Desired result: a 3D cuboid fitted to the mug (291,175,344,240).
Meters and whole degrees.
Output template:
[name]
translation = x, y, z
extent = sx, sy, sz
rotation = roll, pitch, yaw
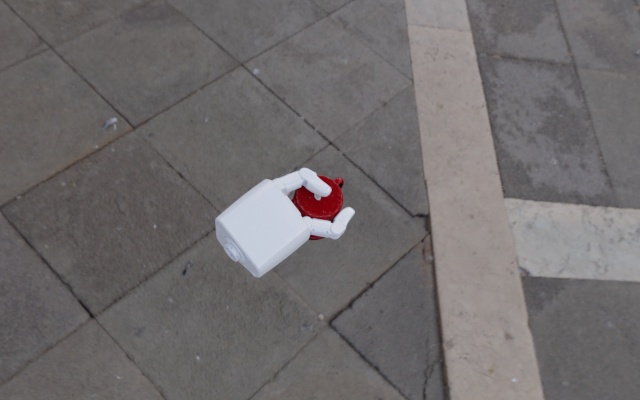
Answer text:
[mug]
translation = 0.001, 0.002, 0.816
extent = 0.117, 0.093, 0.081
rotation = -41, -13, -25
